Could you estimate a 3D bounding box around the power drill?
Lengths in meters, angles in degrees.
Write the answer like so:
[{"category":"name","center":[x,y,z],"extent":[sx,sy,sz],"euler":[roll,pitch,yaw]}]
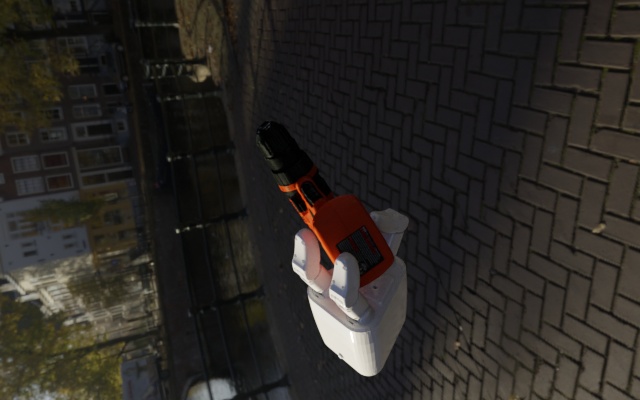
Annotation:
[{"category":"power drill","center":[0.000,0.002,0.540],"extent":[0.057,0.184,0.187],"euler":[-36,28,-2]}]
